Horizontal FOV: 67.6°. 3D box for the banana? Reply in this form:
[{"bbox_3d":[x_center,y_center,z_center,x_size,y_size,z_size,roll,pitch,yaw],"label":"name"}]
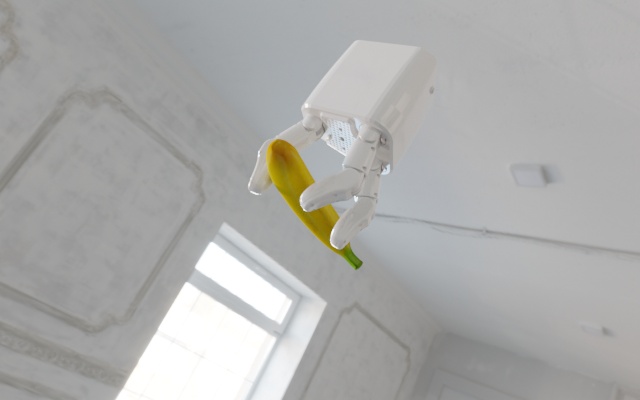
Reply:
[{"bbox_3d":[-0.010,-0.002,0.499,0.069,0.037,0.198,26,-21,45],"label":"banana"}]
